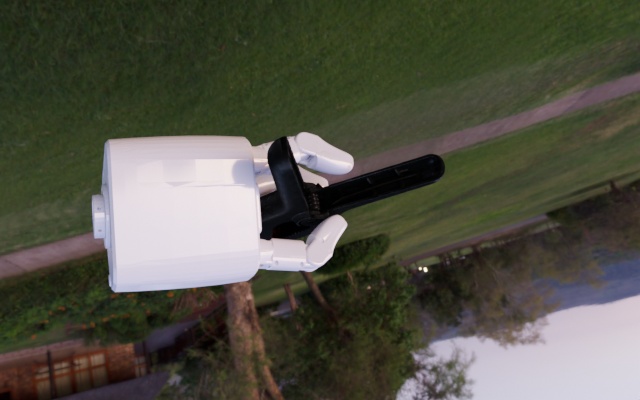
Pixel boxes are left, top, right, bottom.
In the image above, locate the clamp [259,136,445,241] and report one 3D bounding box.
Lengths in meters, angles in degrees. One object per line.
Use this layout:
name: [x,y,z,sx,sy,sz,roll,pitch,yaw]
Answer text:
clamp: [0.000,0.002,0.443,0.164,0.036,0.210,0,-22,-26]
